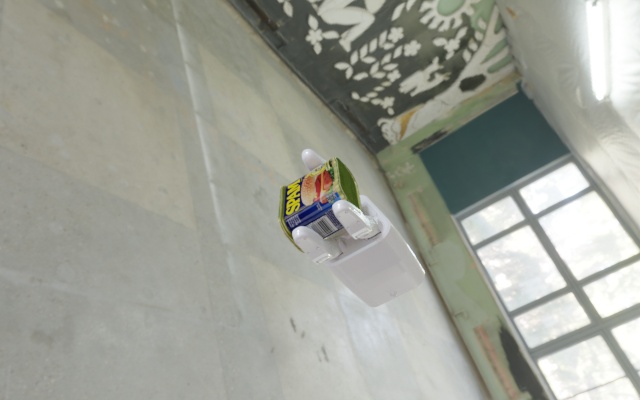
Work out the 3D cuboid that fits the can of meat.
[{"bbox_3d":[0.000,0.002,0.576,0.084,0.057,0.102,-30,28,16],"label":"can of meat"}]
